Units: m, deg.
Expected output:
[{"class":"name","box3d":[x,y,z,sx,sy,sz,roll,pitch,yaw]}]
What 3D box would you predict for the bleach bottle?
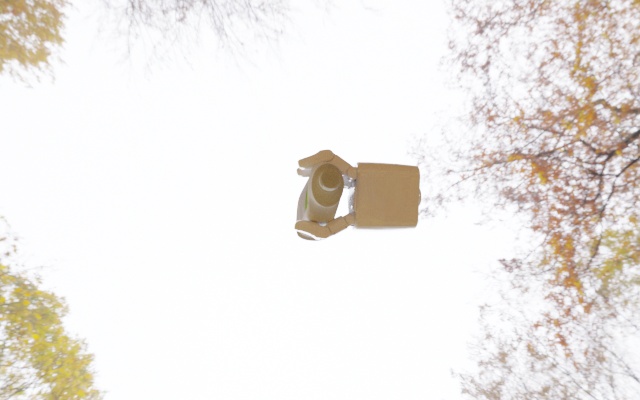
[{"class":"bleach bottle","box3d":[0.000,0.003,0.801,0.068,0.102,0.251,3,-12,-6]}]
